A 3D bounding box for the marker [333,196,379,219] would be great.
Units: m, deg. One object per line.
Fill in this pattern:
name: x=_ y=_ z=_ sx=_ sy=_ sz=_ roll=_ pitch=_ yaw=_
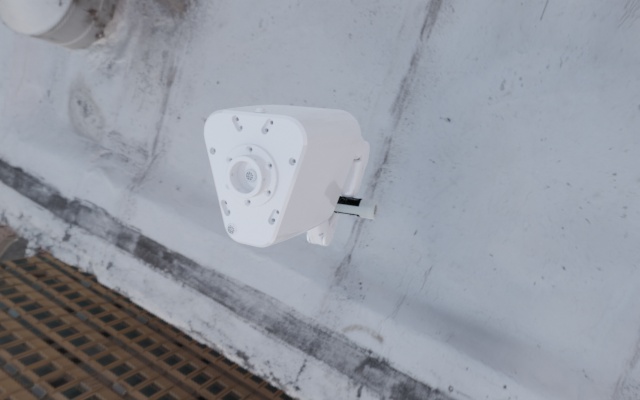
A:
marker: x=0.000 y=0.002 z=0.493 sx=0.121 sy=0.020 sz=0.020 roll=8 pitch=3 yaw=23
